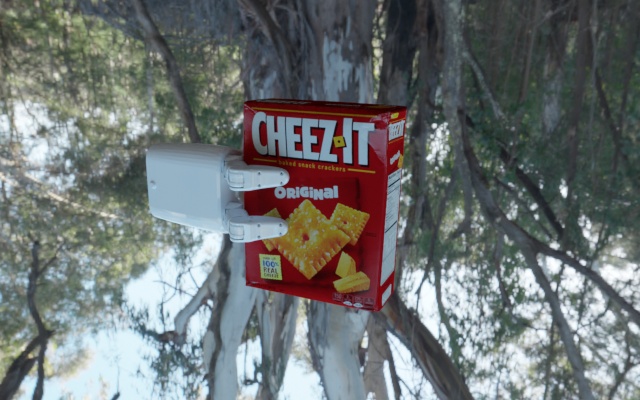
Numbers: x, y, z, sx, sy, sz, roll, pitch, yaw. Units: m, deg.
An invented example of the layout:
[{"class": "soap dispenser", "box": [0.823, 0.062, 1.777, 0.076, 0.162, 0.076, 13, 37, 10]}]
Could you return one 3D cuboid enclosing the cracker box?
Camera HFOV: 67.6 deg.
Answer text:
[{"class": "cracker box", "box": [0.000, 0.002, 0.523, 0.164, 0.214, 0.072, 8, 17, 22]}]
